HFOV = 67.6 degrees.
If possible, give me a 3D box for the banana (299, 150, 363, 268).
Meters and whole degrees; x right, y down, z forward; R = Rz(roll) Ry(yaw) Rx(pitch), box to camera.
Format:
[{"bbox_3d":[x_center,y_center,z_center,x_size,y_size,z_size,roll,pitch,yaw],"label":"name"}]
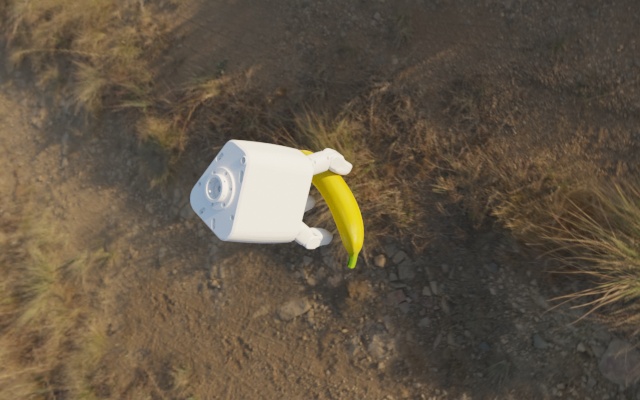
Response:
[{"bbox_3d":[0.012,-0.005,0.669,0.037,0.197,0.070,-3,-31,-46],"label":"banana"}]
